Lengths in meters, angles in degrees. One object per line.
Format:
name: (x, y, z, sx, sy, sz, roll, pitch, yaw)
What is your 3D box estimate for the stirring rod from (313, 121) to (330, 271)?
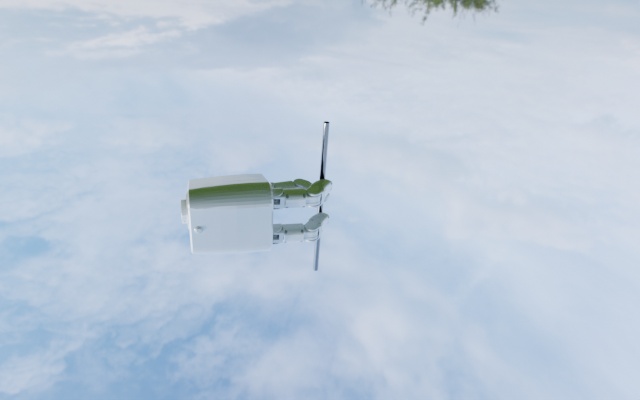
stirring rod: (0.000, 0.002, 0.686, 0.011, 0.240, 0.011, 3, 29, -2)
